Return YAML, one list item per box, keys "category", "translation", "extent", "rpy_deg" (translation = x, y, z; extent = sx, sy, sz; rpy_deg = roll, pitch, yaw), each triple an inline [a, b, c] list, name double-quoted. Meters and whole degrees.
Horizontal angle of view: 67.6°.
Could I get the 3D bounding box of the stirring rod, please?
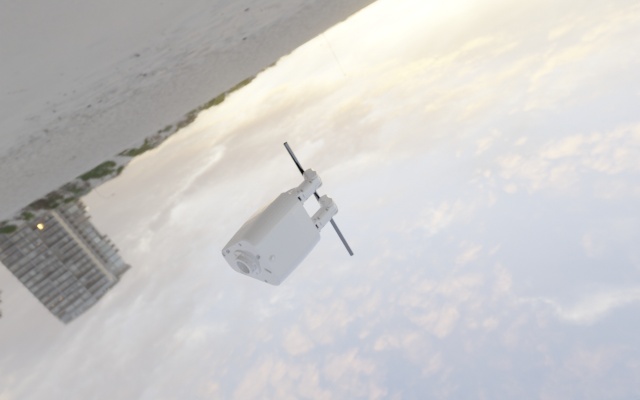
- category: "stirring rod"
  translation: [0.000, 0.003, 0.813]
  extent: [0.011, 0.240, 0.011]
  rpy_deg: [-26, 24, 12]
